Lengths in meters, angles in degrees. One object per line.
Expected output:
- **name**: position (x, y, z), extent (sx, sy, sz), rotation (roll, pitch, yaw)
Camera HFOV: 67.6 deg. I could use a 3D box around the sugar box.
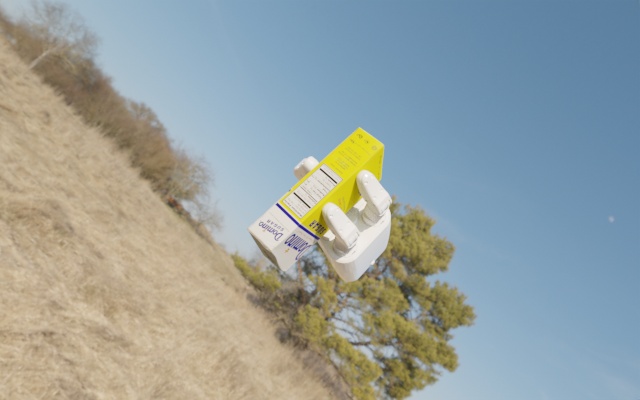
- **sugar box**: position (0.001, 0.002, 0.562), extent (0.048, 0.176, 0.093), rotation (39, -14, 19)
